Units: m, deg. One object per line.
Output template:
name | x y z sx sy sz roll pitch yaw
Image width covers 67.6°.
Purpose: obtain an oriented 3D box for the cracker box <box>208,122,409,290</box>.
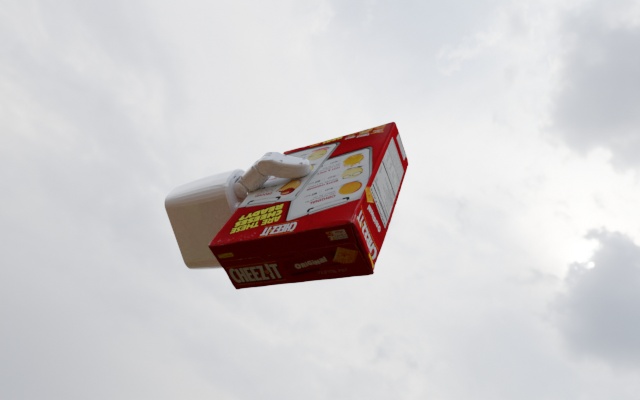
cracker box | 0.000 0.002 0.541 0.164 0.072 0.213 -12 28 27
